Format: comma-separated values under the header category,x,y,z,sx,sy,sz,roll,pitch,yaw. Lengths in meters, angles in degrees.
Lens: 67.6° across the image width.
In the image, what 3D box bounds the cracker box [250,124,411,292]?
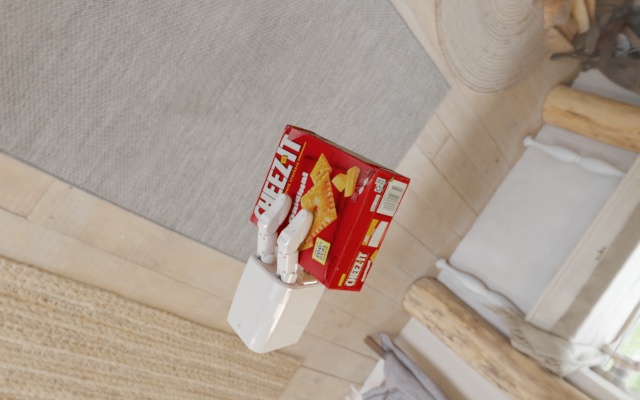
category,x,y,z,sx,sy,sz,roll,pitch,yaw
cracker box,0.000,0.002,0.665,0.072,0.164,0.213,14,13,-42
